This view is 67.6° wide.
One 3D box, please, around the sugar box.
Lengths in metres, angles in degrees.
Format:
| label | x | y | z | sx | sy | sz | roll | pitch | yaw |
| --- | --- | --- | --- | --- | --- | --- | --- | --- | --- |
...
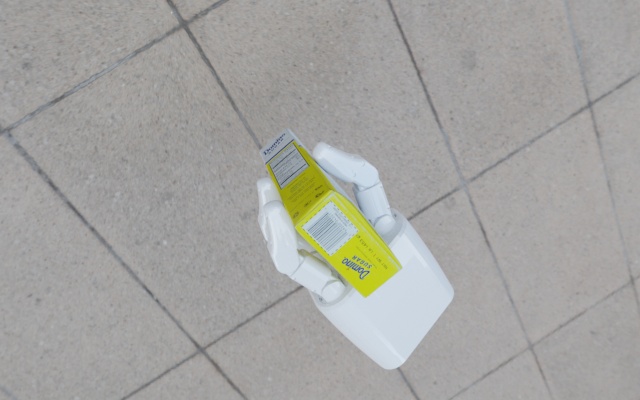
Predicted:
| label | x | y | z | sx | sy | sz | roll | pitch | yaw |
| --- | --- | --- | --- | --- | --- | --- | --- | --- | --- |
| sugar box | 0.000 | 0.002 | 0.427 | 0.048 | 0.093 | 0.176 | -41 | 27 | 1 |
